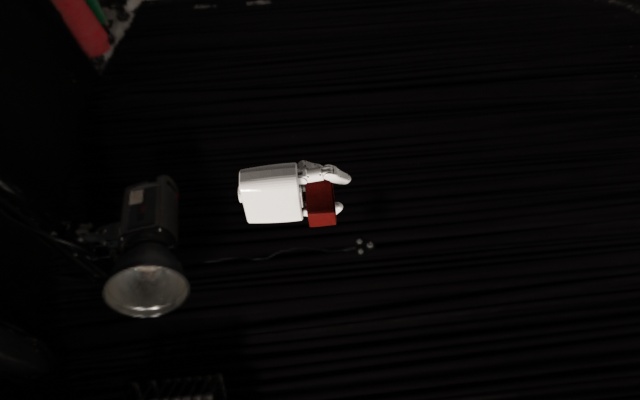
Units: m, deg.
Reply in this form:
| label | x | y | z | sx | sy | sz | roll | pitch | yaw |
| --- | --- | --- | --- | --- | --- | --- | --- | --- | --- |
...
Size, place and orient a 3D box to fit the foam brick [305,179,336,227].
| label | x | y | z | sx | sy | sz | roll | pitch | yaw |
| --- | --- | --- | --- | --- | --- | --- | --- | --- | --- |
| foam brick | 0.000 | 0.003 | 0.875 | 0.051 | 0.078 | 0.053 | -6 | -31 | 0 |
